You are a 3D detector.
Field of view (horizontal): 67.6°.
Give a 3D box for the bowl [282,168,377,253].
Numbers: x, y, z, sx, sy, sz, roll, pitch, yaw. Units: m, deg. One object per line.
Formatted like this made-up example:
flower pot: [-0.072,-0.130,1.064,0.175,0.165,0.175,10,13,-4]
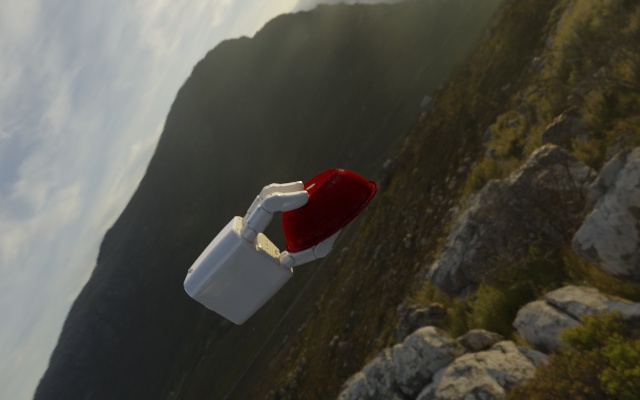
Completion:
bowl: [0.001,0.001,0.683,0.162,0.055,0.162,-34,13,9]
